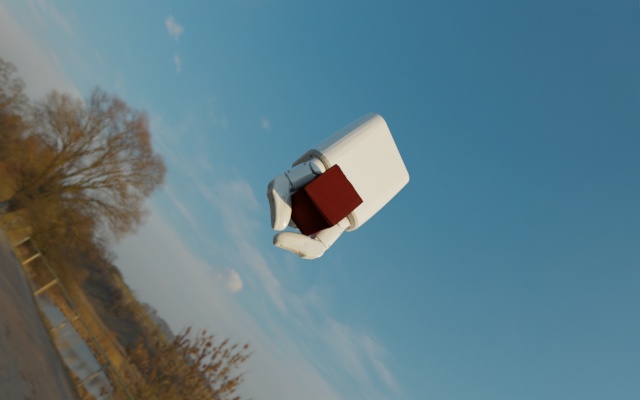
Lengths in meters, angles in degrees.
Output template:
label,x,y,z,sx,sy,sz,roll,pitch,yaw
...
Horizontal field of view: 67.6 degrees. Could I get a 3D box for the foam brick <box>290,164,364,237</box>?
label,x,y,z,sx,sy,sz,roll,pitch,yaw
foam brick,0.000,0.002,0.533,0.051,0.053,0.078,-36,4,-26
